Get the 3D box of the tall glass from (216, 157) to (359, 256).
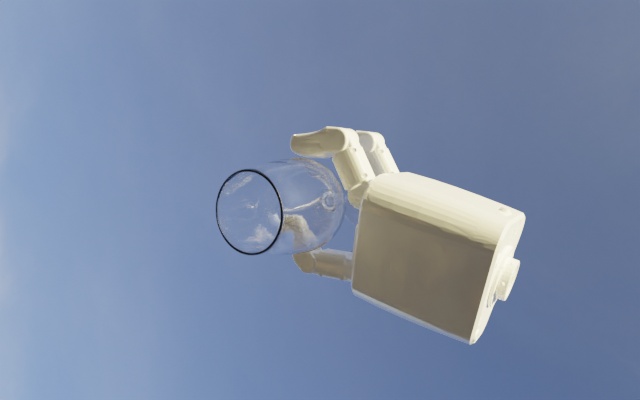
[{"bbox_3d":[0.000,0.001,0.422,0.079,0.079,0.201,0,4,32],"label":"tall glass"}]
